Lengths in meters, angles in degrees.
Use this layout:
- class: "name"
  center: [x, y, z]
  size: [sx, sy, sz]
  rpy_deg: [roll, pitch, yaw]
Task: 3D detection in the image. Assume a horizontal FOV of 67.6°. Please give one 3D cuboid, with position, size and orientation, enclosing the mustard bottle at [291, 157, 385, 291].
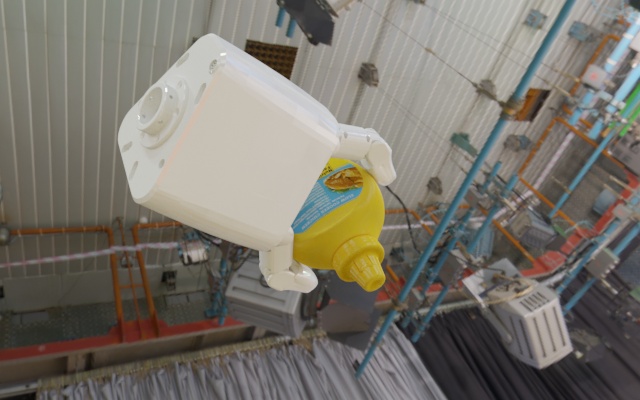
- class: "mustard bottle"
  center: [0.000, 0.001, 0.416]
  size: [0.096, 0.191, 0.058]
  rpy_deg: [-32, -41, -2]
